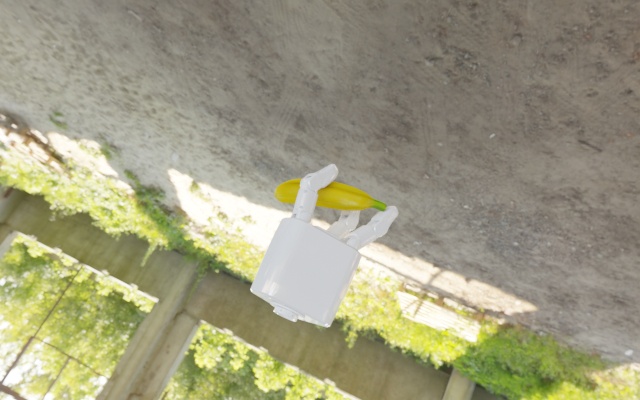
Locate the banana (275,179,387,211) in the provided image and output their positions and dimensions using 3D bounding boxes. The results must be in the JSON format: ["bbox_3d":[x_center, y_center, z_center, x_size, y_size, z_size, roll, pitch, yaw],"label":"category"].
[{"bbox_3d":[-0.006,-0.006,0.700,0.198,0.037,0.070,9,-23,35],"label":"banana"}]
